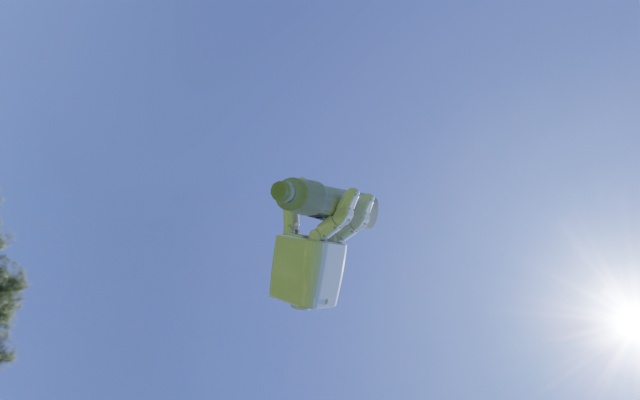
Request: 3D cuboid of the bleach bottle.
[{"bbox_3d":[0.000,0.003,0.775,0.102,0.068,0.251,5,-5,32],"label":"bleach bottle"}]
